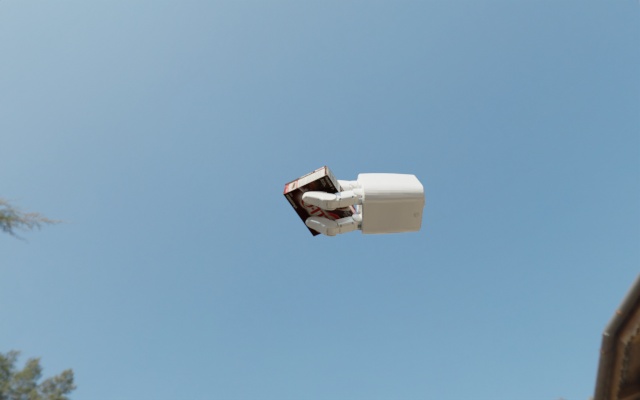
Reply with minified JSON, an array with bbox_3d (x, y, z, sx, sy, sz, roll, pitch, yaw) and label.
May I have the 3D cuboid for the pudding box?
[{"bbox_3d":[0.000,0.003,0.857,0.090,0.113,0.039,-24,30,18],"label":"pudding box"}]
